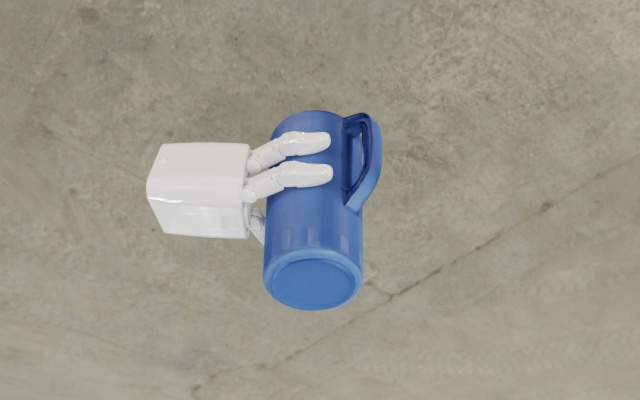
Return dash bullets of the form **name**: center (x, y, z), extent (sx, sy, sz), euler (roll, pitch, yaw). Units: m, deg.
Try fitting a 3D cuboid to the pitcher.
- **pitcher**: center (0.000, 0.002, 0.585), extent (0.145, 0.149, 0.242), euler (2, 44, -1)
